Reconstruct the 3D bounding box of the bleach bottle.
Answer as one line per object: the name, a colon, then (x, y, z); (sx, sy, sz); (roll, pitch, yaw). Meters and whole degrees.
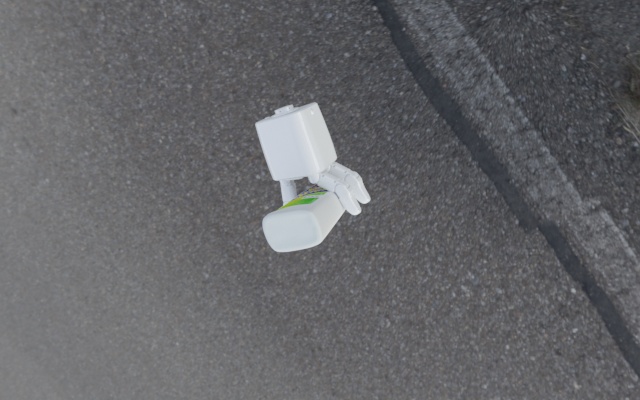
bleach bottle: (0.000, 0.003, 0.838); (0.102, 0.068, 0.250); (-11, 16, 26)
